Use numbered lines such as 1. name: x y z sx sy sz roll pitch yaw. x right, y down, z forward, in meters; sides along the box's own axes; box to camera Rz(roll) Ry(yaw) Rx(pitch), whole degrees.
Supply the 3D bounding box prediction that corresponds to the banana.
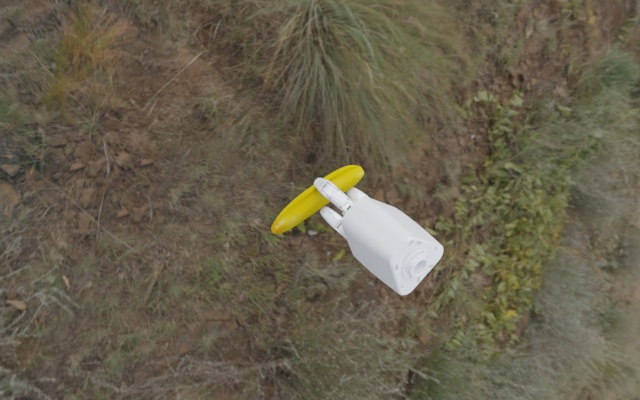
1. banana: 0.004 -0.008 0.787 0.198 0.037 0.070 -33 -20 -19
